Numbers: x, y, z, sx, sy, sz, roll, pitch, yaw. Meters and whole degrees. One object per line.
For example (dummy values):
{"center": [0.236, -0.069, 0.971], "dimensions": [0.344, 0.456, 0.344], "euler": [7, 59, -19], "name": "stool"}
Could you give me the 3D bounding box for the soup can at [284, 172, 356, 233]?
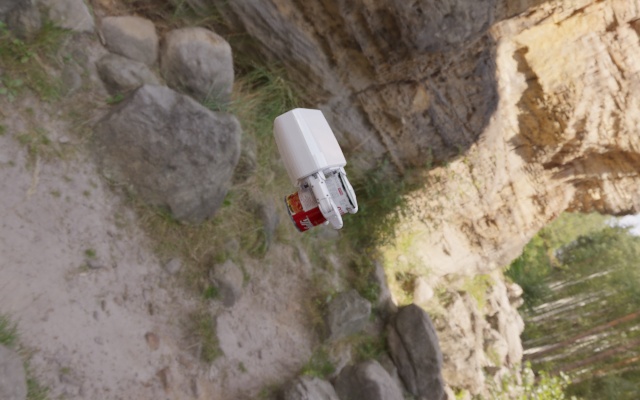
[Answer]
{"center": [0.001, 0.003, 0.795], "dimensions": [0.102, 0.068, 0.068], "euler": [-24, -4, 9], "name": "soup can"}
